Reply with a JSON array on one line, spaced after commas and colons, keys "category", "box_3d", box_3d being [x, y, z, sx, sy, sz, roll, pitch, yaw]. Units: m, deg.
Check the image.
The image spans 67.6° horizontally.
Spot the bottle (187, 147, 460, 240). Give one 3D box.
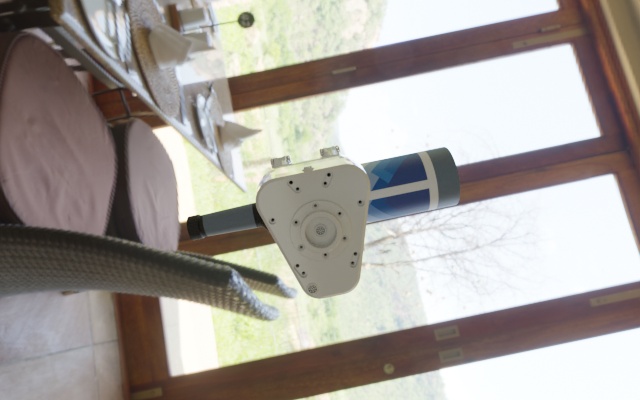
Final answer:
[{"category": "bottle", "box_3d": [0.000, 0.002, 0.530, 0.296, 0.069, 0.069, -11, 0, -1]}]
